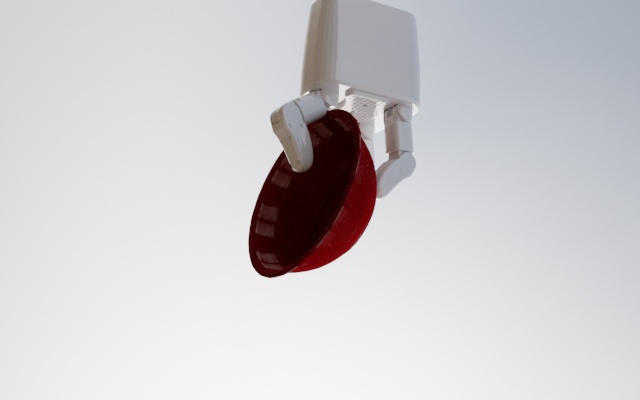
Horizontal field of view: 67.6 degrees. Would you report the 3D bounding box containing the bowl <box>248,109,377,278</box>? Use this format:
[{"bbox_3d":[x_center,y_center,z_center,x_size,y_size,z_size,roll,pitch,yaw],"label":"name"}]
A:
[{"bbox_3d":[0.000,0.003,0.431,0.055,0.162,0.162,28,-14,-28],"label":"bowl"}]
